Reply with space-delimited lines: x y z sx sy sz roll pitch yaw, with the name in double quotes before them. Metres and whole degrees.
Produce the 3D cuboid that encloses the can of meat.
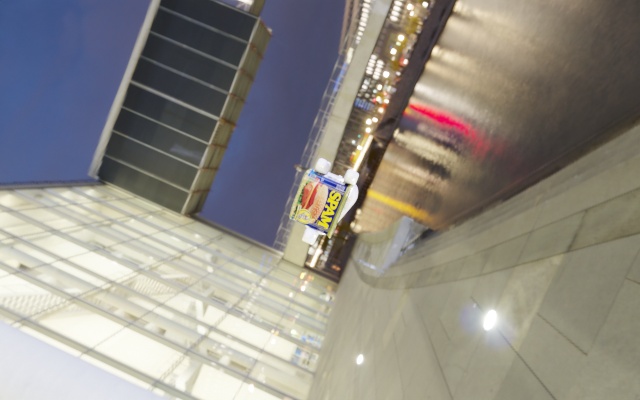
"can of meat" 0.000 0.003 0.853 0.084 0.102 0.057 23 15 5
